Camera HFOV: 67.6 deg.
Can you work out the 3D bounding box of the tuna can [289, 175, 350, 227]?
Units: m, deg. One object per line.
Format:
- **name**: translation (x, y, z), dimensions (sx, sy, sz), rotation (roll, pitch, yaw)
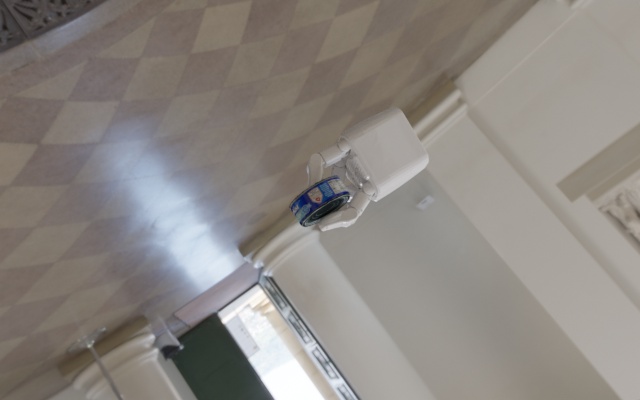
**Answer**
- **tuna can**: translation (0.000, 0.003, 0.688), dimensions (0.086, 0.033, 0.086), rotation (-31, -14, -8)
